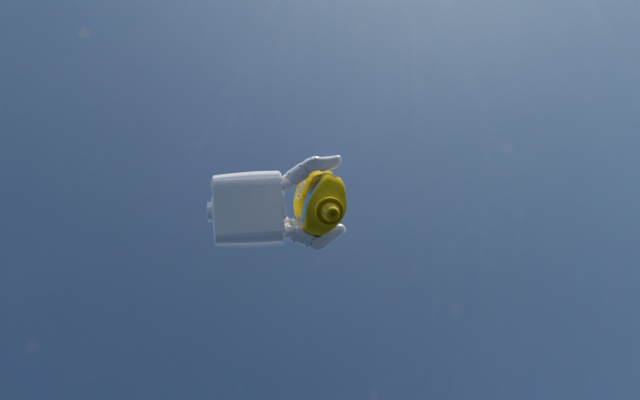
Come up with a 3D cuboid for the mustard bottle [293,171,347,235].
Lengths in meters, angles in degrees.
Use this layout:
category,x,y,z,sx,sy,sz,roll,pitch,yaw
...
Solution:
category,x,y,z,sx,sy,sz,roll,pitch,yaw
mustard bottle,0.000,0.002,0.745,0.058,0.096,0.191,22,6,-13
